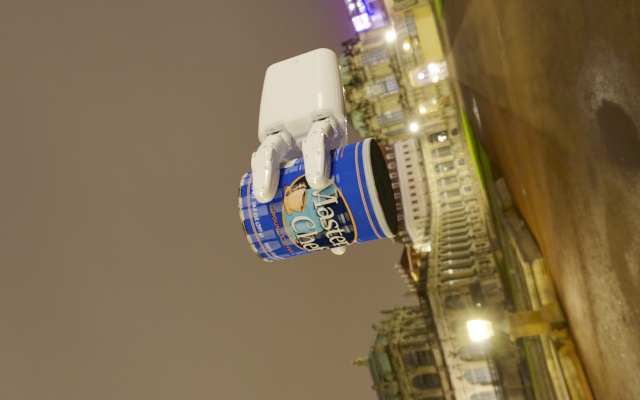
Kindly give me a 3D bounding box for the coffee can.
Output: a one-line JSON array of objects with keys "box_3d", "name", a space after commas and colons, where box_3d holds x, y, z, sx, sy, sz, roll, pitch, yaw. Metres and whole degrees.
[{"box_3d": [0.000, 0.002, 0.502, 0.140, 0.103, 0.103, -13, -4, 17], "name": "coffee can"}]
